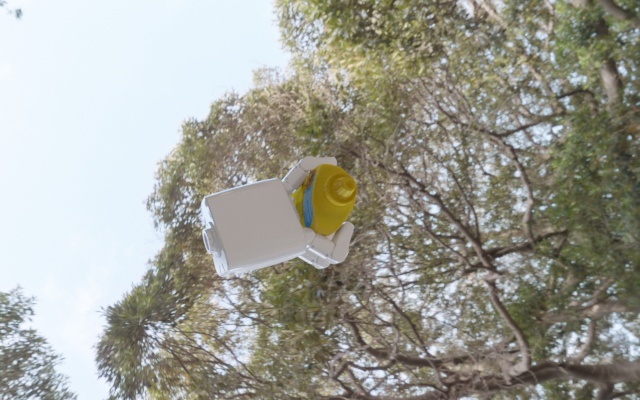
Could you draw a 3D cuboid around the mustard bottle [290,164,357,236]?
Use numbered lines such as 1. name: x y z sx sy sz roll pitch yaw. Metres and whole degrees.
1. mustard bottle: 0.000 0.002 0.655 0.058 0.096 0.192 11 -17 -18
